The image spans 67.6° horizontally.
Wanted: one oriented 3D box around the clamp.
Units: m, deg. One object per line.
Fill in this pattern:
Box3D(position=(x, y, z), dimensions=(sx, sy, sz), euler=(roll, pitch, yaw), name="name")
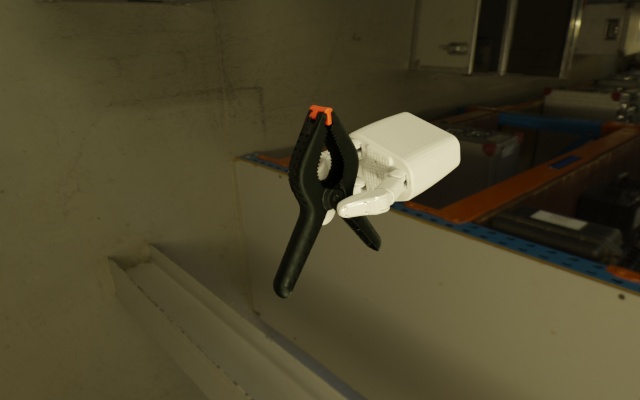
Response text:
Box3D(position=(0.001, 0.001, 0.539), dimensions=(0.164, 0.210, 0.036), euler=(-29, 32, -33), name="clamp")
